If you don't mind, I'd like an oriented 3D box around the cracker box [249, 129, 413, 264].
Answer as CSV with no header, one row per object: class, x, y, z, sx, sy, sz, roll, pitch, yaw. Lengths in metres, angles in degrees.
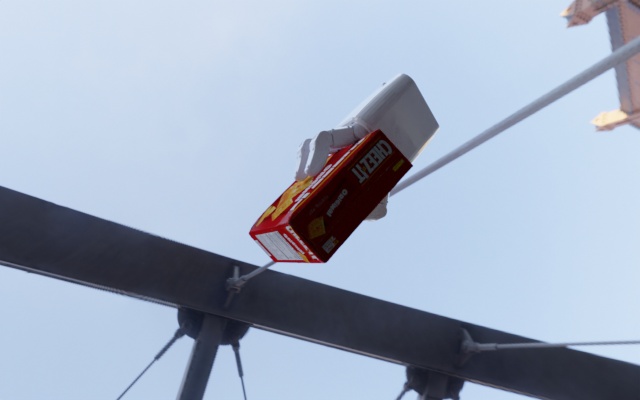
cracker box,0.000,0.002,0.633,0.164,0.072,0.214,-47,10,-19
